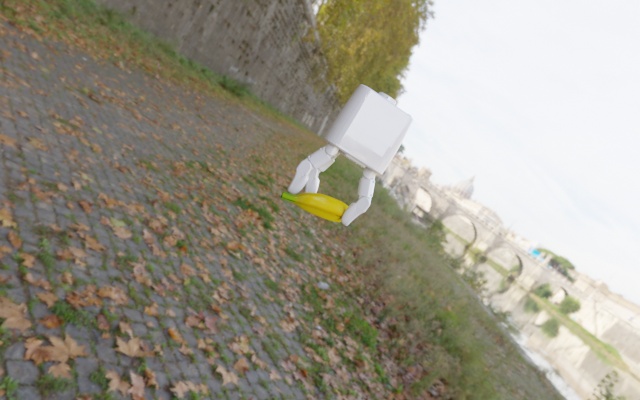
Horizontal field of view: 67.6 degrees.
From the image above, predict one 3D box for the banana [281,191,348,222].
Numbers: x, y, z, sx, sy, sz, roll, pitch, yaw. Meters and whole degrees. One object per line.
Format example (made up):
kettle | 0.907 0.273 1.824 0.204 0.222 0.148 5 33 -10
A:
banana | 0.013 0.010 0.811 0.069 0.037 0.198 30 4 28
